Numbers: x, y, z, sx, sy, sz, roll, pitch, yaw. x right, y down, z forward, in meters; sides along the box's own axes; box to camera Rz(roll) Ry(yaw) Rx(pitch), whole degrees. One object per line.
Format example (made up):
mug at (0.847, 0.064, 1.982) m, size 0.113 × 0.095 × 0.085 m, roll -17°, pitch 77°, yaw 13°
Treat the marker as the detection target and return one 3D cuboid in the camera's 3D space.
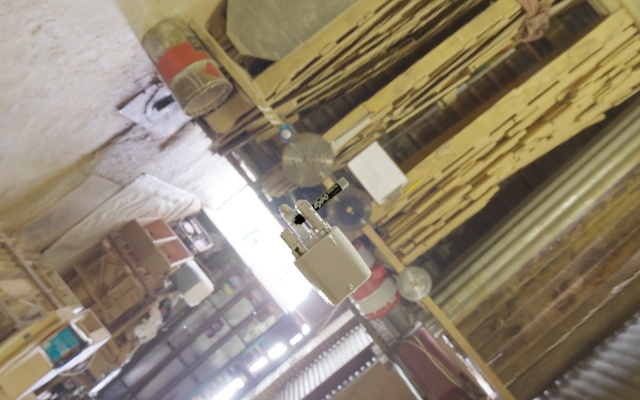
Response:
marker at (0.000, 0.003, 0.867) m, size 0.121 × 0.020 × 0.020 m, roll -40°, pitch 3°, yaw -3°
